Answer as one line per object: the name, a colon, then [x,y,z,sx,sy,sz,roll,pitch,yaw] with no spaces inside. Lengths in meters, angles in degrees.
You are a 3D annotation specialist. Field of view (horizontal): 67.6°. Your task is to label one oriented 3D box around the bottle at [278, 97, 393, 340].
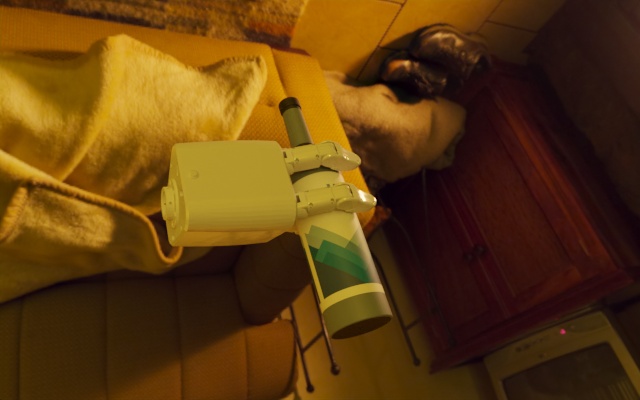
bottle: [0.000,0.002,0.539,0.069,0.295,0.069,-14,-27,-8]
